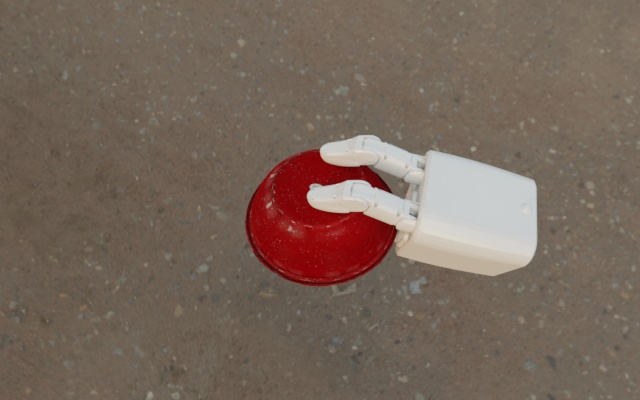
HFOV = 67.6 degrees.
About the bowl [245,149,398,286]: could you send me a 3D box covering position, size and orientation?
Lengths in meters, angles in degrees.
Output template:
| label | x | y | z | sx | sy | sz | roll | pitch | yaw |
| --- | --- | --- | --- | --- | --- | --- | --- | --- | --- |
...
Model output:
| label | x | y | z | sx | sy | sz | roll | pitch | yaw |
| --- | --- | --- | --- | --- | --- | --- | --- | --- | --- |
| bowl | -0.001 | 0.001 | 0.482 | 0.162 | 0.162 | 0.055 | 0 | -34 | 4 |
